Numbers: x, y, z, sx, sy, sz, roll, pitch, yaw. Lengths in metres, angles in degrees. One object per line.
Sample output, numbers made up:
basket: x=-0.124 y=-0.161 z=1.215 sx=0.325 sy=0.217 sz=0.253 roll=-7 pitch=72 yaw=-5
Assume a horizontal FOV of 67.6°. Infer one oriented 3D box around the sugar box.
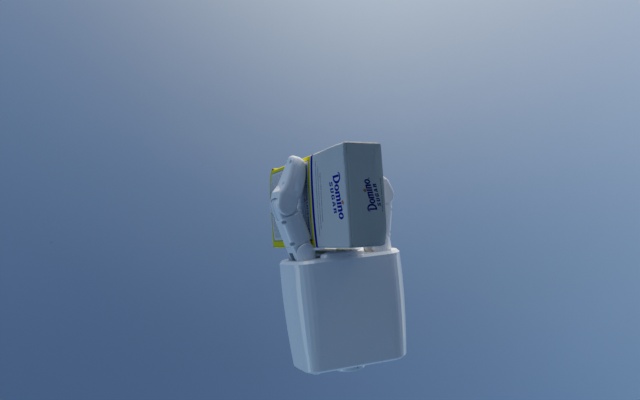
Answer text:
sugar box: x=0.001 y=0.002 z=0.486 sx=0.048 sy=0.093 sz=0.176 roll=-2 pitch=-3 yaw=-30
